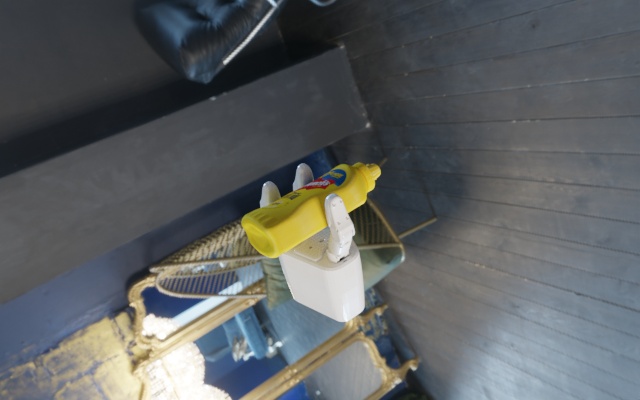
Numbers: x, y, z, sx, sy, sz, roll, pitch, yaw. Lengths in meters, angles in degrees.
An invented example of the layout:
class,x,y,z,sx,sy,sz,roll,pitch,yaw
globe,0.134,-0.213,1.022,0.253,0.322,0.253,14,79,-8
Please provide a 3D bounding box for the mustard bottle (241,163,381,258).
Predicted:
class,x,y,z,sx,sy,sz,roll,pitch,yaw
mustard bottle,0.000,0.002,0.607,0.191,0.058,0.096,-29,15,-23
